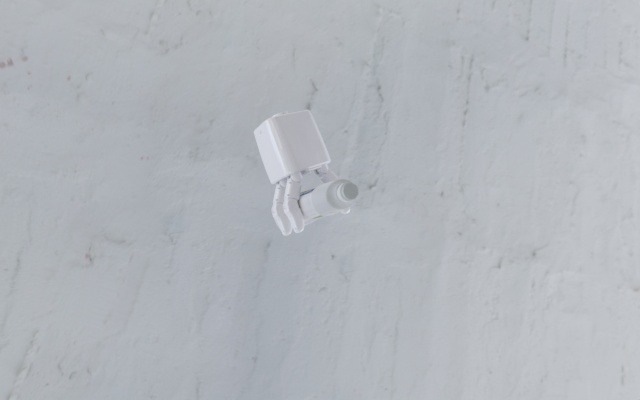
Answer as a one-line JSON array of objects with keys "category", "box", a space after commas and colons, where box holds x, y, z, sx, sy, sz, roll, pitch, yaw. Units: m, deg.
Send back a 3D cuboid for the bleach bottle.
[{"category": "bleach bottle", "box": [0.000, 0.003, 0.865, 0.102, 0.068, 0.251, -21, 0, -28]}]
